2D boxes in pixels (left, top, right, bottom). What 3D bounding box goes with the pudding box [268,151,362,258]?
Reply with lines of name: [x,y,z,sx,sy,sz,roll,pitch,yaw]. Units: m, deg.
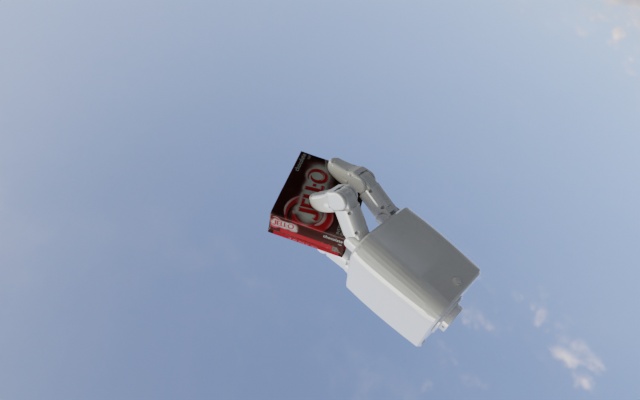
pudding box: [0.000,0.002,0.549,0.090,0.039,0.113,19,45,2]
